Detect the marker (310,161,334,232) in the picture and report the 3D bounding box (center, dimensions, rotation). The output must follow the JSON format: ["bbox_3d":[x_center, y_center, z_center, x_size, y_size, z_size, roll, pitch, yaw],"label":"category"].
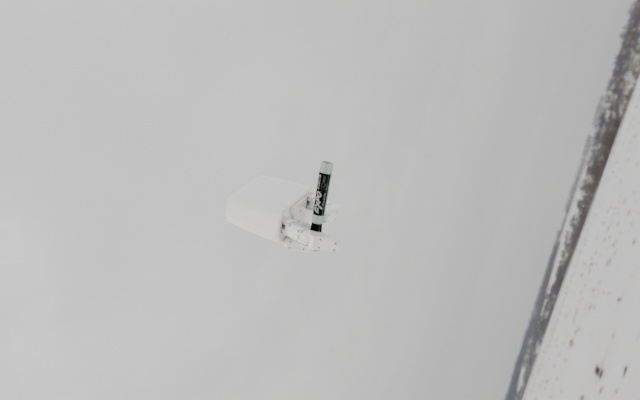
[{"bbox_3d":[0.000,0.002,0.702,0.020,0.121,0.020,9,17,-3],"label":"marker"}]
